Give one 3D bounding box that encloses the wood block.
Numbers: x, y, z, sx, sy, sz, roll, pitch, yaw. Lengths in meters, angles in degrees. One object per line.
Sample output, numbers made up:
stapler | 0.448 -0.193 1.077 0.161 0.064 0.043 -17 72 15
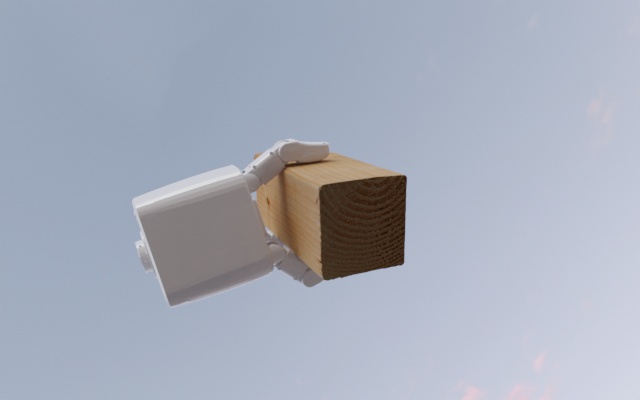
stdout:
wood block | 0.000 0.001 0.521 0.090 0.091 0.206 -8 16 -22
